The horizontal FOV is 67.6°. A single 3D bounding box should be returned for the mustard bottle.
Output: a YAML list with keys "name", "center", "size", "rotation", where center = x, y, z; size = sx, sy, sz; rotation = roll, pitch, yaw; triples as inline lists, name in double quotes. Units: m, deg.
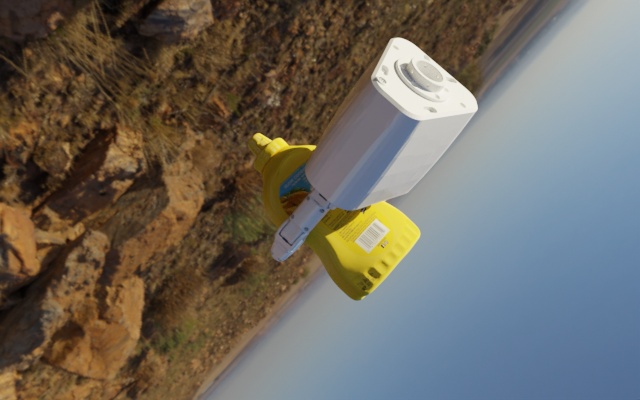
- name: "mustard bottle"
  center: [0.000, 0.002, 0.478]
  size: [0.096, 0.191, 0.058]
  rotation: [-44, -8, -23]
